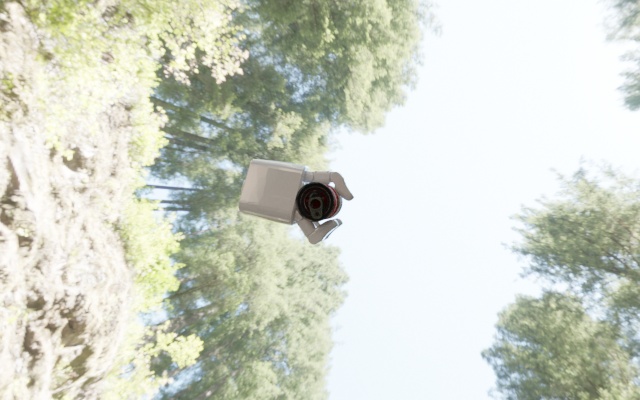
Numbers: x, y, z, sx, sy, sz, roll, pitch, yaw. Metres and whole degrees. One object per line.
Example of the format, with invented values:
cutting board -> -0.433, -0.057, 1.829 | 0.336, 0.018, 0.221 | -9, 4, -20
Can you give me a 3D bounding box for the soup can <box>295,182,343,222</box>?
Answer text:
soup can -> 0.001, 0.003, 0.851 | 0.068, 0.068, 0.102 | 0, 0, 11
